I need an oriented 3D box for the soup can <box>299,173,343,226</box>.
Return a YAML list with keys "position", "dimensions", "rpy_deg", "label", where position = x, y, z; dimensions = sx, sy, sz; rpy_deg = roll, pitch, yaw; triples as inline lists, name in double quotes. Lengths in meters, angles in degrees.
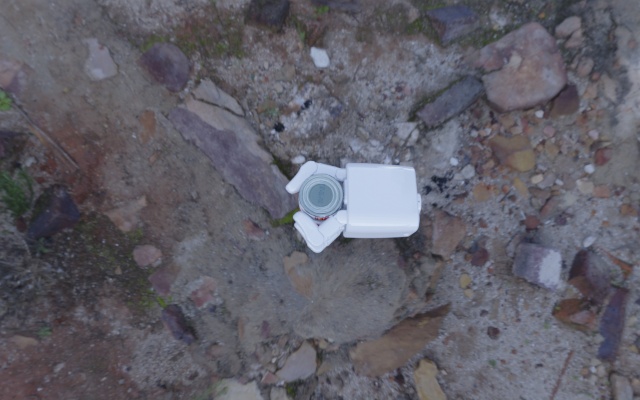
- position: [0.000, 0.002, 0.744]
  dimensions: [0.068, 0.068, 0.102]
  rpy_deg: [0, -12, -1]
  label: "soup can"
